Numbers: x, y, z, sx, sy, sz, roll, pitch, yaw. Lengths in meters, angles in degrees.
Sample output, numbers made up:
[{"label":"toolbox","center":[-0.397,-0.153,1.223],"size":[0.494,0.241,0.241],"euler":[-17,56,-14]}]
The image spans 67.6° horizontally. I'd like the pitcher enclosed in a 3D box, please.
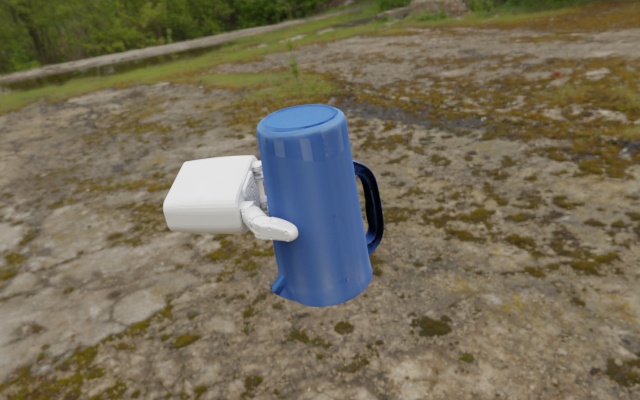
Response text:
[{"label":"pitcher","center":[0.000,0.002,0.626],"size":[0.145,0.243,0.149],"euler":[-1,28,14]}]
